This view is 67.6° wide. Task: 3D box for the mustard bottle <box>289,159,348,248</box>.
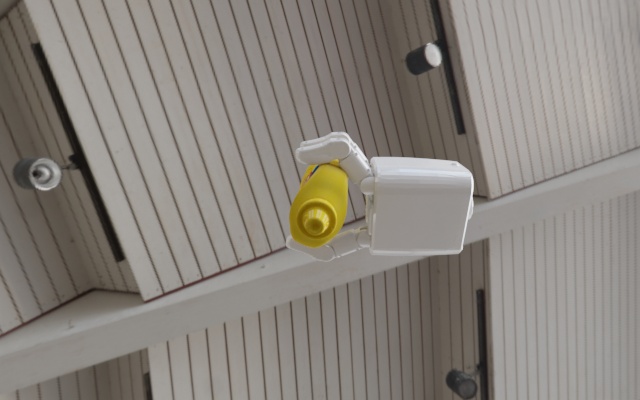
[{"bbox_3d":[0.000,0.002,0.547,0.058,0.096,0.191,24,14,-4],"label":"mustard bottle"}]
